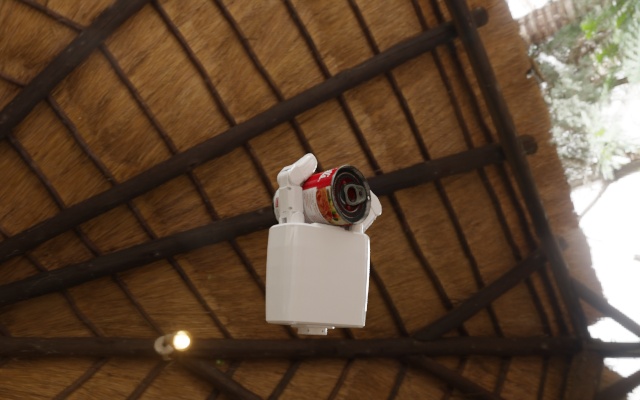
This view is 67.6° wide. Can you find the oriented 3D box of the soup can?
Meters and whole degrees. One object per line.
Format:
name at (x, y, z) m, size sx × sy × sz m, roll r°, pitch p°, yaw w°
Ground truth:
soup can at (0.000, 0.001, 0.569) m, size 0.102 × 0.068 × 0.068 m, roll -13°, pitch -9°, yaw 42°
